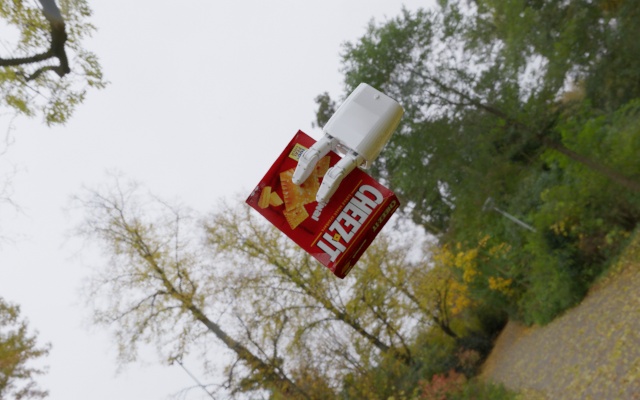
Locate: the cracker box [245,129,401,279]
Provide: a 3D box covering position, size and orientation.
[{"bbox_3d":[0.000,0.003,0.816,0.213,0.164,0.072,37,-3,23],"label":"cracker box"}]
